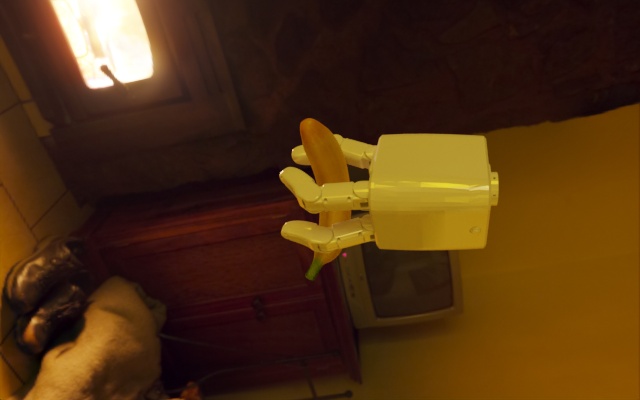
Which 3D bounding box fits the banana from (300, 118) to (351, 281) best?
[{"bbox_3d":[0.008,-0.004,0.524,0.037,0.198,0.069,12,33,24],"label":"banana"}]
